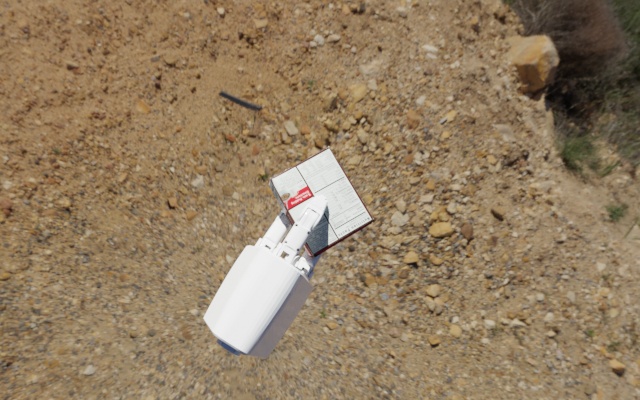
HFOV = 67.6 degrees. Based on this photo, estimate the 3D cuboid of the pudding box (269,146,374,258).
[{"bbox_3d":[0.000,0.002,0.600,0.090,0.113,0.039,-29,-5,-10],"label":"pudding box"}]
